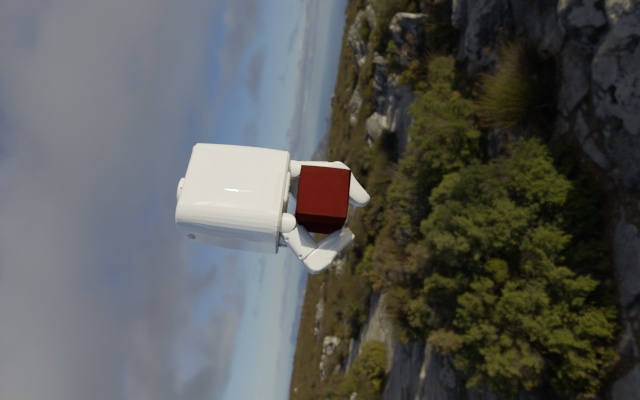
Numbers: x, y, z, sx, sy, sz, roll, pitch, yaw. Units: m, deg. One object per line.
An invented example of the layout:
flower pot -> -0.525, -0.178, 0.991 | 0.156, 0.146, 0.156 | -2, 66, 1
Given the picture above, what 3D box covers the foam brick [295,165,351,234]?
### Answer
foam brick -> 0.000, 0.001, 0.502 | 0.051, 0.053, 0.078 | 7, -18, -3
